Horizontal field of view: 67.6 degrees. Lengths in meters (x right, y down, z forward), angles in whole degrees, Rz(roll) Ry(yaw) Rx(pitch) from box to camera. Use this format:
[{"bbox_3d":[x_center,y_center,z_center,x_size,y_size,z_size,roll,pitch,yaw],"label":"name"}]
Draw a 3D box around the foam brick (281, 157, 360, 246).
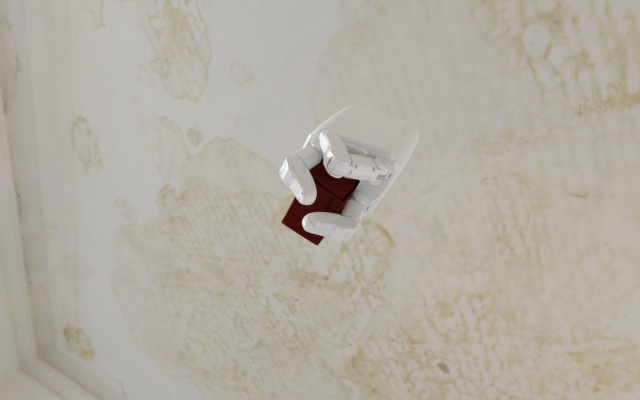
[{"bbox_3d":[0.000,0.002,0.547,0.053,0.078,0.051,34,38,5],"label":"foam brick"}]
